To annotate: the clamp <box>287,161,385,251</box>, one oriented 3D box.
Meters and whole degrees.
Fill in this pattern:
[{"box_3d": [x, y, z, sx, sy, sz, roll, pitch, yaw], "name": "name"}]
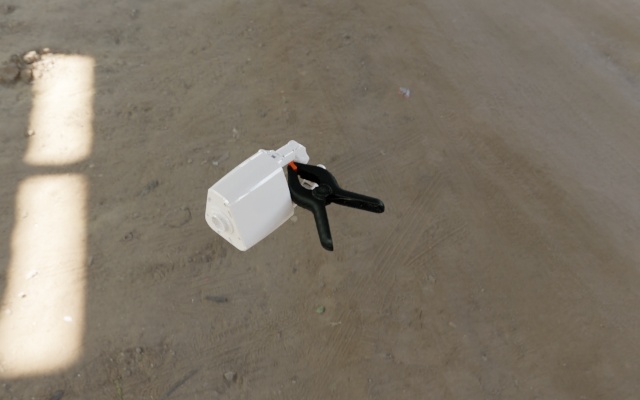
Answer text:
[{"box_3d": [0.000, 0.002, 0.743, 0.171, 0.039, 0.120, 32, 53, 25], "name": "clamp"}]
